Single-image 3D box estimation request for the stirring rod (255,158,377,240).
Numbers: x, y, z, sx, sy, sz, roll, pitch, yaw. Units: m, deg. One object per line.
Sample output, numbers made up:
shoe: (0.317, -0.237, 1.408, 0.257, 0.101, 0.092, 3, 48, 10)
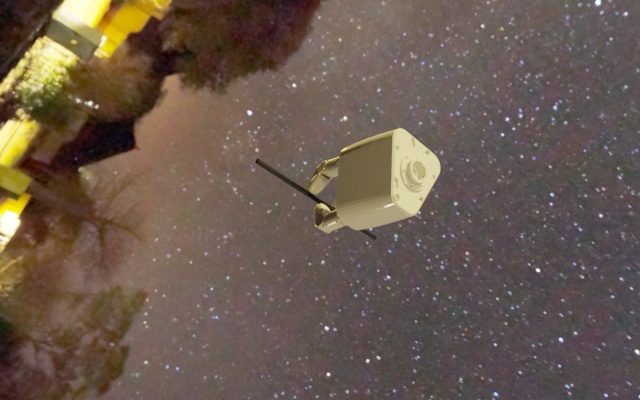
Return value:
stirring rod: (0.000, 0.002, 0.729, 0.239, 0.011, 0.011, 33, -17, -27)
